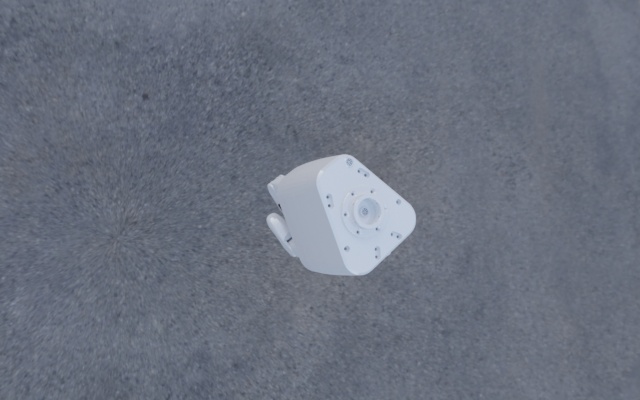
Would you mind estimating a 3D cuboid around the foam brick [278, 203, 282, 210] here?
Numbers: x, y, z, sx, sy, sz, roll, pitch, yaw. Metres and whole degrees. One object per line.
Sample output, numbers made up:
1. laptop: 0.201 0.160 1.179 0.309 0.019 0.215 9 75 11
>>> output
1. foam brick: 0.000 0.002 0.568 0.078 0.053 0.051 -40 13 -21
